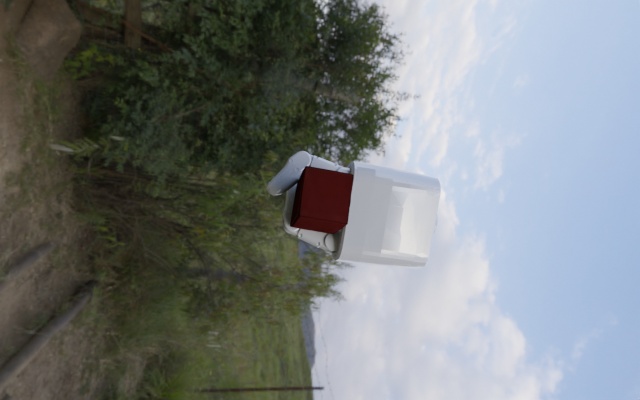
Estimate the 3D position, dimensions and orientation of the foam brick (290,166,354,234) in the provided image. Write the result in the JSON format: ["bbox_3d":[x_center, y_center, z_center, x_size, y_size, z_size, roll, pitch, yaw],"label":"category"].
[{"bbox_3d":[0.000,0.002,0.502,0.051,0.053,0.078,10,-12,-7],"label":"foam brick"}]
